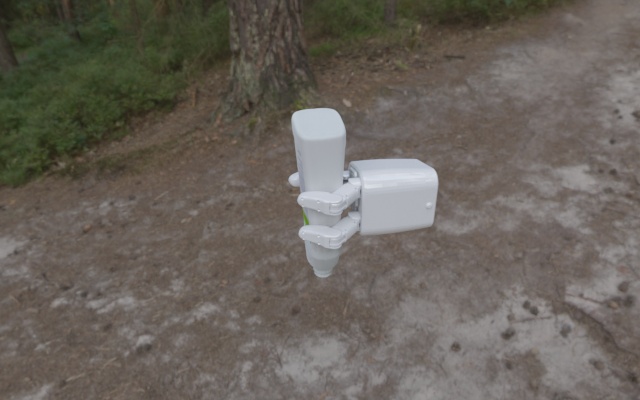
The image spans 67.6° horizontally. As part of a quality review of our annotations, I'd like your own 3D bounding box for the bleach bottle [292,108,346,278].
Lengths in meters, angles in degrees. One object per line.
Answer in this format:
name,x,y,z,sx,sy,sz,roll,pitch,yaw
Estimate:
bleach bottle,0.000,0.002,0.694,0.068,0.251,0.102,-6,33,-6
